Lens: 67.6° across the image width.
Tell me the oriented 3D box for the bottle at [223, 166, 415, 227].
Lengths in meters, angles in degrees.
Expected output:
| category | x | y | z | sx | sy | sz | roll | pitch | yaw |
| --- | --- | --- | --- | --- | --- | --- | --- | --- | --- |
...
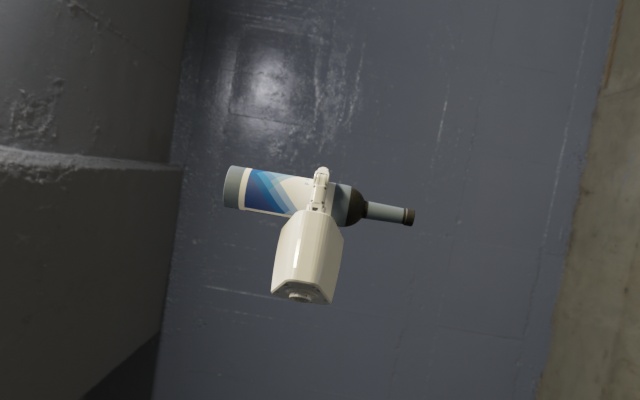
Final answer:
| category | x | y | z | sx | sy | sz | roll | pitch | yaw |
| --- | --- | --- | --- | --- | --- | --- | --- | --- | --- |
| bottle | 0.000 | 0.002 | 0.751 | 0.296 | 0.069 | 0.069 | 10 | 0 | 1 |
